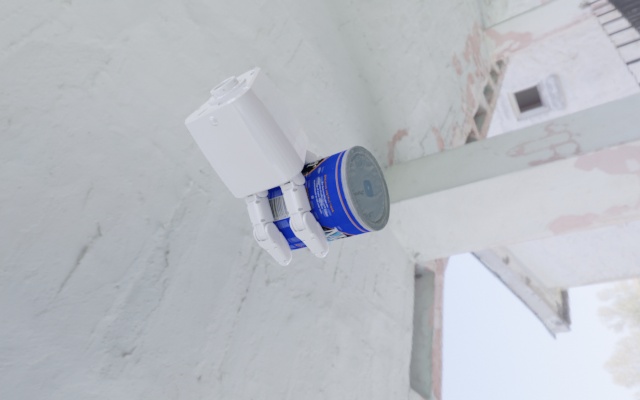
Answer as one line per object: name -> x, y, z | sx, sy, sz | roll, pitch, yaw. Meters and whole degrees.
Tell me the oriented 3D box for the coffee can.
coffee can -> 0.000, 0.002, 0.590 | 0.140, 0.103, 0.103 | -17, -9, 31
